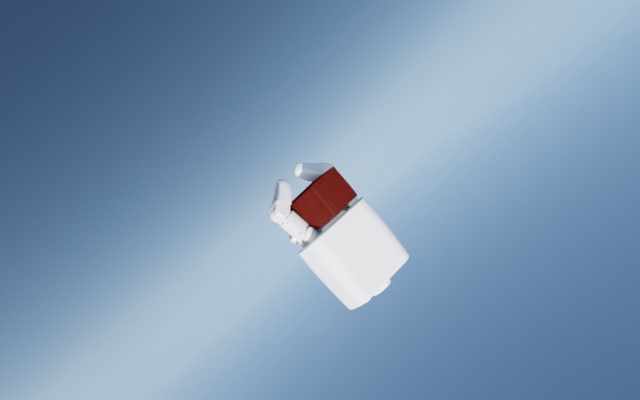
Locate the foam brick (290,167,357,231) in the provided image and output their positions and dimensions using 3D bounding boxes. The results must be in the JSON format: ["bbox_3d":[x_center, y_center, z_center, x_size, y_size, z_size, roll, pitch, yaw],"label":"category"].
[{"bbox_3d":[0.000,0.002,0.633,0.053,0.051,0.078,-40,-1,-41],"label":"foam brick"}]
